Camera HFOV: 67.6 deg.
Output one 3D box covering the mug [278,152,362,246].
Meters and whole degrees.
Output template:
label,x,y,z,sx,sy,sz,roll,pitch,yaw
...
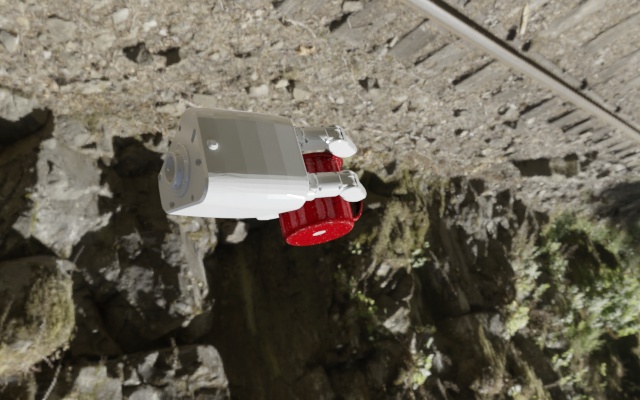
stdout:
label,x,y,z,sx,sy,sz,roll,pitch,yaw
mug,0.001,0.002,0.555,0.117,0.081,0.093,1,-24,-37
